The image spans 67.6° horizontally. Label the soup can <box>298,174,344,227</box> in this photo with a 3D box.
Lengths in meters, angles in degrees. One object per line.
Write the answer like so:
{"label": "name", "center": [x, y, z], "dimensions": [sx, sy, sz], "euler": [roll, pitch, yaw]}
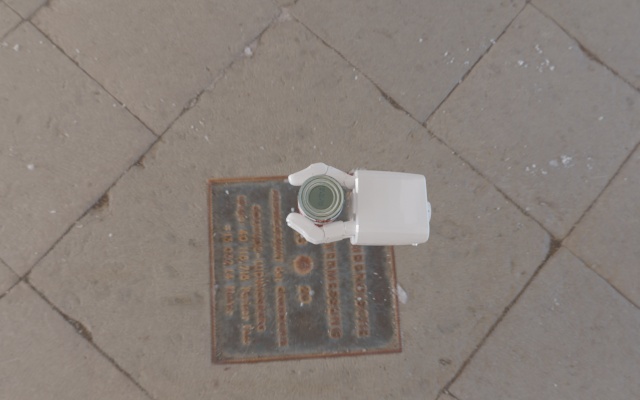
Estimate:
{"label": "soup can", "center": [0.000, 0.002, 0.720], "dimensions": [0.068, 0.068, 0.102], "euler": [0, -8, -2]}
